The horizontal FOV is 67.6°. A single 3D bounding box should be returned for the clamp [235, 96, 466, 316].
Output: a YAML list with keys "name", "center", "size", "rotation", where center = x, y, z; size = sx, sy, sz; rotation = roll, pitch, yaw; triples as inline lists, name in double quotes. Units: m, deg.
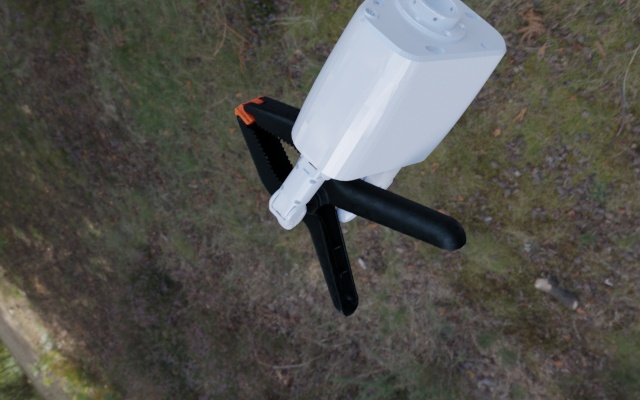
- name: "clamp"
  center: [-0.001, 0.001, 0.409]
  size: [0.036, 0.210, 0.165]
  rotation: [-35, -15, -43]
